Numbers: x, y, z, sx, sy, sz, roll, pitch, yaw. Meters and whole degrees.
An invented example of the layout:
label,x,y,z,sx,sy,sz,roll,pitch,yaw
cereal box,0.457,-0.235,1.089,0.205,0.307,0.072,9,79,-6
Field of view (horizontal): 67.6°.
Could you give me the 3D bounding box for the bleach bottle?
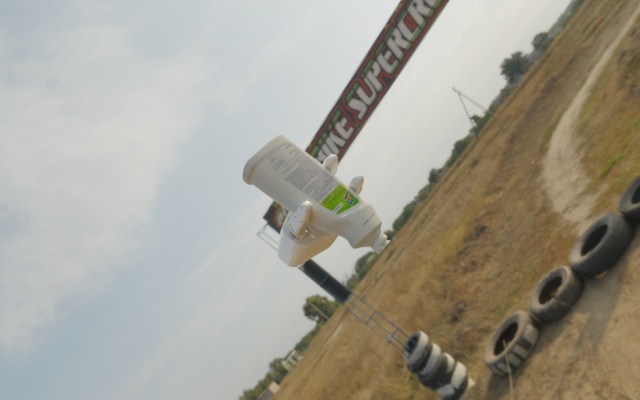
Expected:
label,x,y,z,sx,sy,sz,roll,pitch,yaw
bleach bottle,0.000,0.002,0.768,0.251,0.102,0.068,38,-31,10
